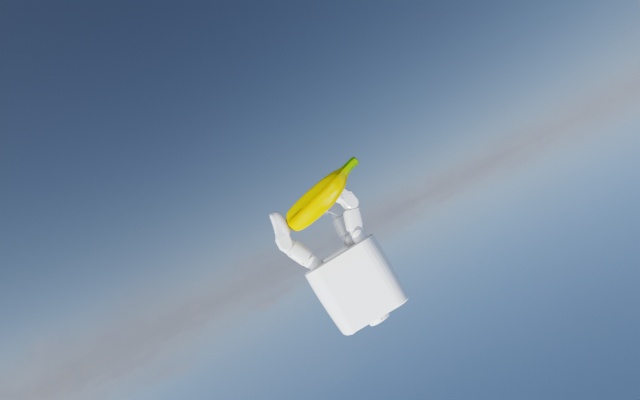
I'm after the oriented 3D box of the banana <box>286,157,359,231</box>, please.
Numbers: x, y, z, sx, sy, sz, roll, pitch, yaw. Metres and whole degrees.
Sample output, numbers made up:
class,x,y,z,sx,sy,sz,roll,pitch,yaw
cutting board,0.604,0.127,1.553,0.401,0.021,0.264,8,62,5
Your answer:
class,x,y,z,sx,sy,sz,roll,pitch,yaw
banana,-0.011,0.009,0.668,0.069,0.037,0.198,-33,-5,-36
